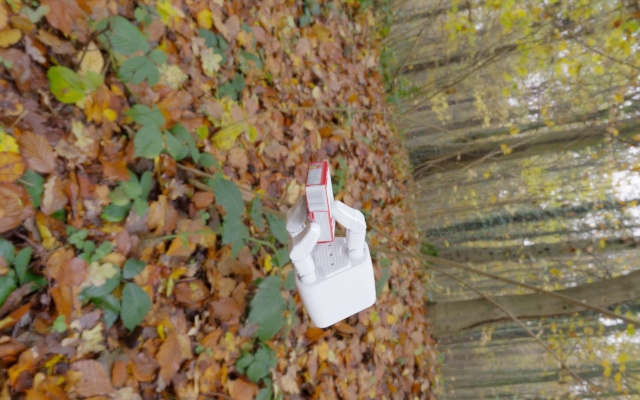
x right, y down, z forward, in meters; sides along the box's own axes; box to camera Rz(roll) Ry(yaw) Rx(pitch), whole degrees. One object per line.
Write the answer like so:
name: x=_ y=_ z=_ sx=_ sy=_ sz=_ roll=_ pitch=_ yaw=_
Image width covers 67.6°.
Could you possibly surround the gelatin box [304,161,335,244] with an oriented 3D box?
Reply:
gelatin box: x=0.001 y=0.002 z=0.642 sx=0.030 sy=0.089 sz=0.073 roll=-5 pitch=29 yaw=7
